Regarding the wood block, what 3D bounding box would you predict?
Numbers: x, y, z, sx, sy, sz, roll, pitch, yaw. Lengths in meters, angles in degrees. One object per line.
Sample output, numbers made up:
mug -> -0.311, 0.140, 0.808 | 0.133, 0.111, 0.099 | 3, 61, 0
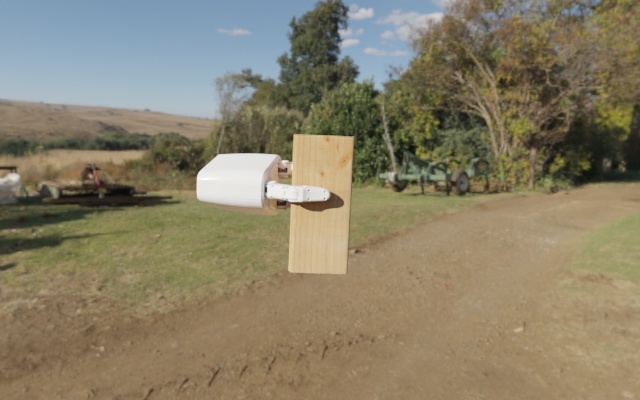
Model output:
wood block -> 0.000, 0.002, 0.744 | 0.090, 0.206, 0.091 | 2, 8, -2
